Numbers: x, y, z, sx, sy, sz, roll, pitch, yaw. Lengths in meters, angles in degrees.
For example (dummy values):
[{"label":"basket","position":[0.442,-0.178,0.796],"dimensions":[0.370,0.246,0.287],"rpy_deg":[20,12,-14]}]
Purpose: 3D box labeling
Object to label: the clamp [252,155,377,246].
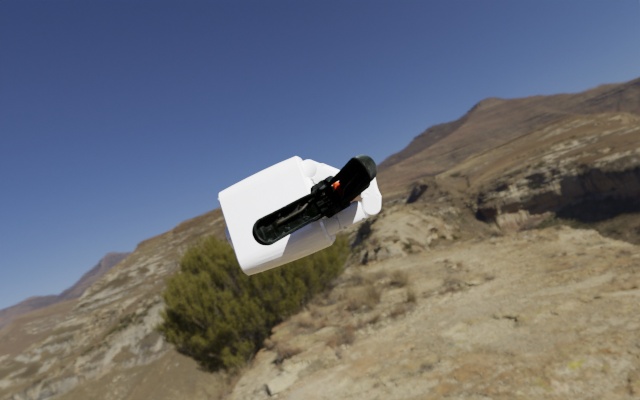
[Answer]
[{"label":"clamp","position":[0.000,0.001,0.463],"dimensions":[0.120,0.039,0.171],"rpy_deg":[-26,-5,5]}]
